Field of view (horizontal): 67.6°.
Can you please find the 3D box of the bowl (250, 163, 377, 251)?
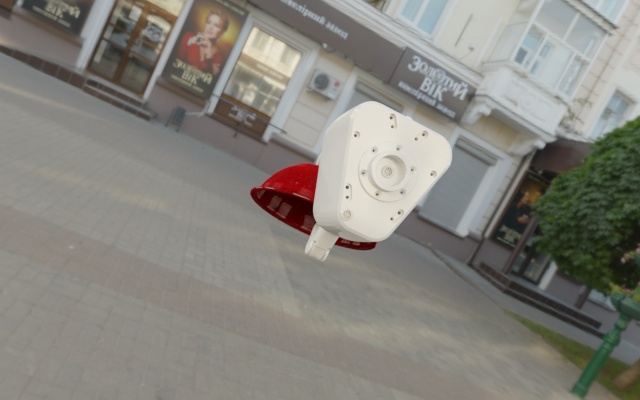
[{"bbox_3d":[0.000,0.002,0.575,0.162,0.055,0.162,21,-17,7],"label":"bowl"}]
